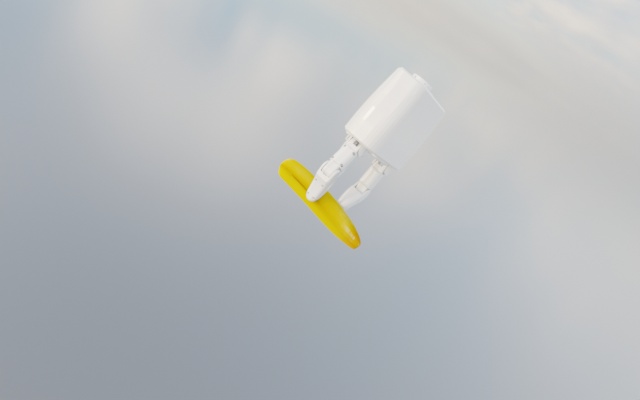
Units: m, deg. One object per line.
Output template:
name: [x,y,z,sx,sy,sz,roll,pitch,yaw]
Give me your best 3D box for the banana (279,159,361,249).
banana: [-0.010,-0.008,0.682,0.197,0.037,0.070,46,-2,39]
